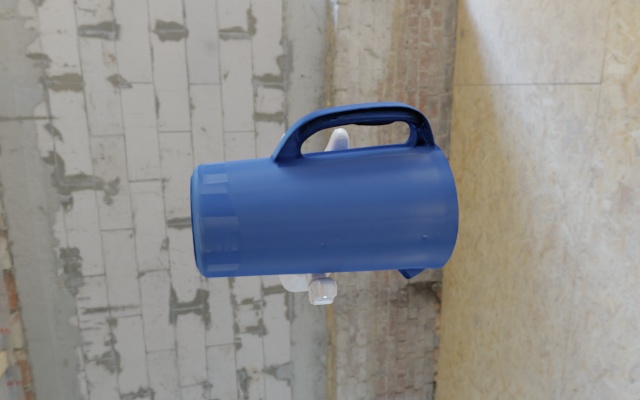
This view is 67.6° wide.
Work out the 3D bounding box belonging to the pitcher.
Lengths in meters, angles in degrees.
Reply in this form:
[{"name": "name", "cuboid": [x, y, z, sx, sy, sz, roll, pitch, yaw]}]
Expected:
[{"name": "pitcher", "cuboid": [0.000, 0.002, 0.469, 0.243, 0.149, 0.145, -4, -22, -12]}]
